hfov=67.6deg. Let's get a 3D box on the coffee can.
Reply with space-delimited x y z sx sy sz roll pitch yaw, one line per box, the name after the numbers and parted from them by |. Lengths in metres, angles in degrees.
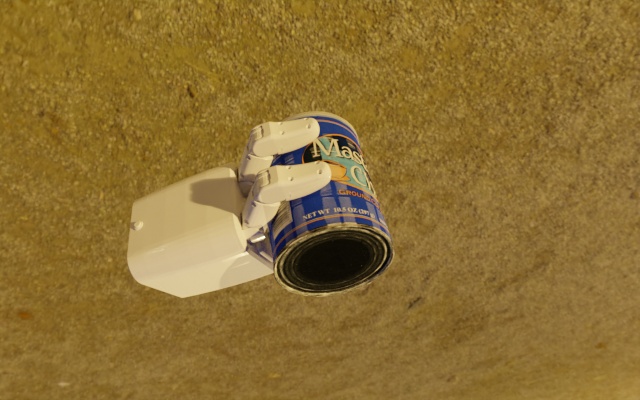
0.000 0.001 0.440 0.103 0.140 0.103 -7 -41 -6 | coffee can
